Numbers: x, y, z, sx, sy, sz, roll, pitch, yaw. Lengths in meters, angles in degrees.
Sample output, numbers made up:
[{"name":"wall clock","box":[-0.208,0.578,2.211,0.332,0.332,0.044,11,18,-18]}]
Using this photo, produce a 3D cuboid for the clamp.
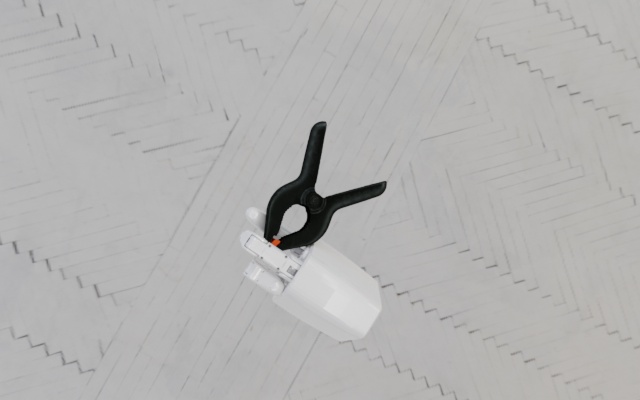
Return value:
[{"name":"clamp","box":[0.000,0.002,0.584,0.120,0.171,0.039,34,-6,-3]}]
